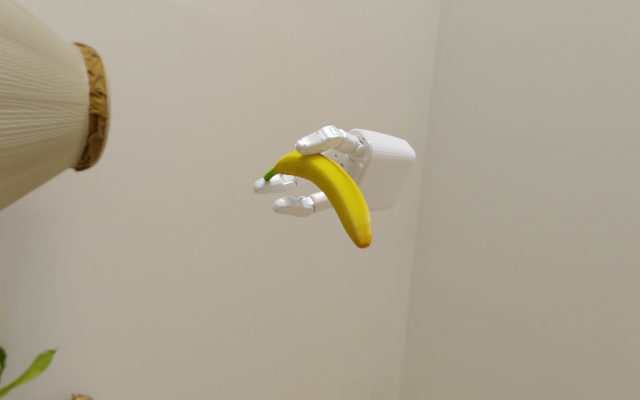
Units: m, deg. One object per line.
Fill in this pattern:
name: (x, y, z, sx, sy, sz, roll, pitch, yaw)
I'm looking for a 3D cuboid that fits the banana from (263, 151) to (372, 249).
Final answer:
banana: (0.004, -0.016, 0.590, 0.037, 0.070, 0.197, 5, 22, -45)
